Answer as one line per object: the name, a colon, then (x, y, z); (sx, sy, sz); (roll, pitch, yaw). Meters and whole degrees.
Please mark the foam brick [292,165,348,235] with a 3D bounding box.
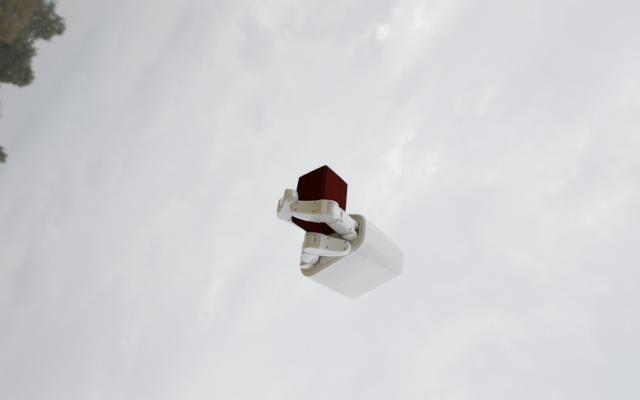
foam brick: (0.000, 0.002, 0.654); (0.053, 0.078, 0.051); (-20, -41, 36)
